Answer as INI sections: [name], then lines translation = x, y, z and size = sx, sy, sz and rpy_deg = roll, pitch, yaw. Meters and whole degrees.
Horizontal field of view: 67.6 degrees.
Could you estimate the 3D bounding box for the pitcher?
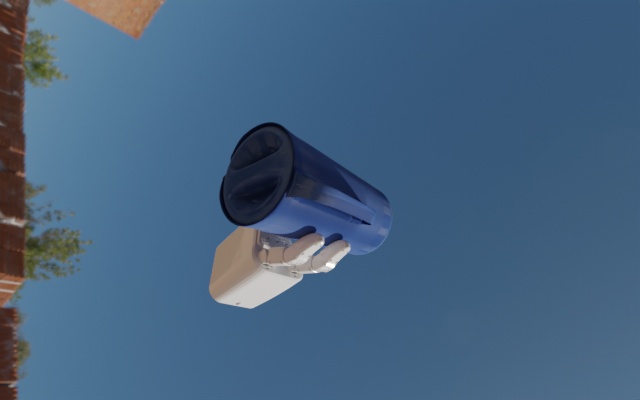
[pitcher]
translation = 0.000, 0.002, 0.651
size = 0.145, 0.149, 0.243
rpy_deg = -38, -38, 26
